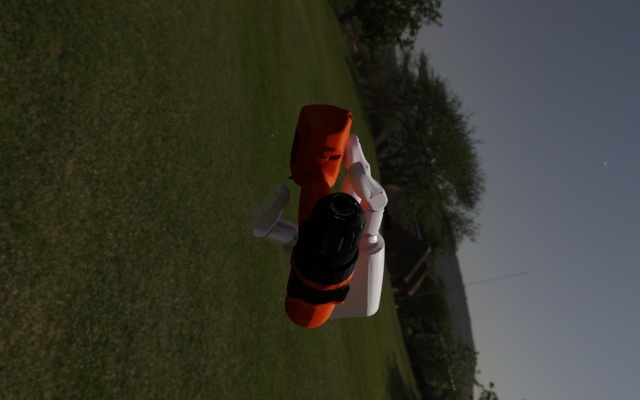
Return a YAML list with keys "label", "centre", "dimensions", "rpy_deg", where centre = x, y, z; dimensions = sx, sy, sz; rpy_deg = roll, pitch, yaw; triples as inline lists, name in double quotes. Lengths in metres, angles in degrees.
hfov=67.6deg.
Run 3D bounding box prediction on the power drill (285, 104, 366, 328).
- label: "power drill"
  centre: [0.000, 0.001, 0.439]
  dimensions: [0.057, 0.187, 0.185]
  rpy_deg: [8, -37, -8]
